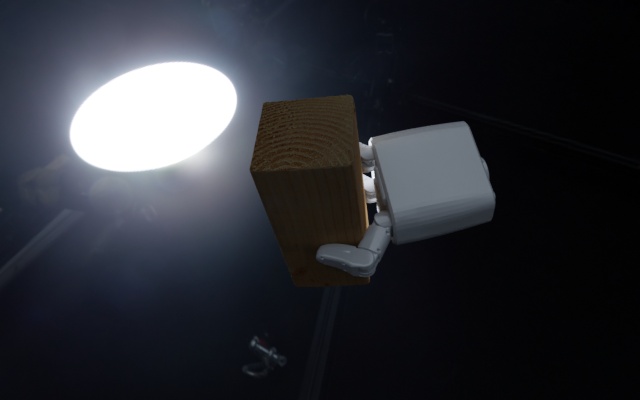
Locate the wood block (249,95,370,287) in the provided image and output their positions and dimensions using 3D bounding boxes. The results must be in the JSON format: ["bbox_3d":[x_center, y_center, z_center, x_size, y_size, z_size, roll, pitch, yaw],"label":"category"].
[{"bbox_3d":[0.000,0.002,0.501,0.090,0.090,0.206,-3,-39,8],"label":"wood block"}]
